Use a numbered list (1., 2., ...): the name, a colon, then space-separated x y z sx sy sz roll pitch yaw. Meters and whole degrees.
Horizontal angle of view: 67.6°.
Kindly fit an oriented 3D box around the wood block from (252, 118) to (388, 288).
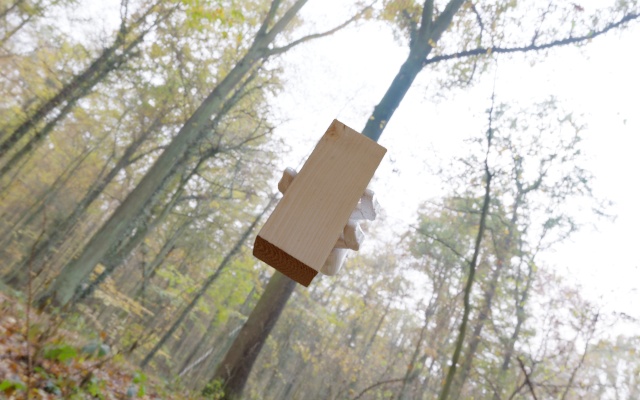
1. wood block: 0.000 0.002 0.660 0.091 0.206 0.090 30 -26 2
